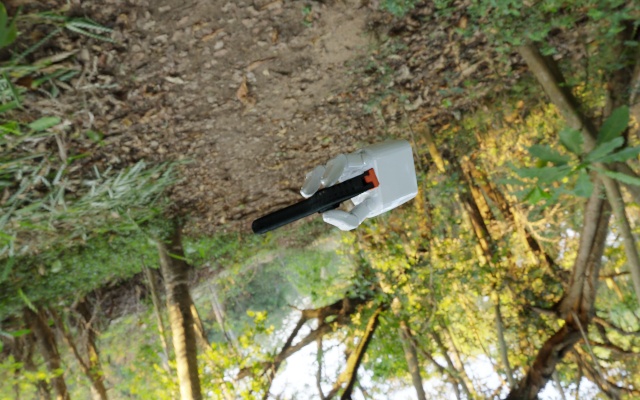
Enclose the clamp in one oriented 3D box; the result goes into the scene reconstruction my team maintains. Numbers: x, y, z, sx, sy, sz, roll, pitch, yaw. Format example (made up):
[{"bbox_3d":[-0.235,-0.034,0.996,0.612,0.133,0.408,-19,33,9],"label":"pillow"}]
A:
[{"bbox_3d":[0.001,0.003,0.732,0.164,0.036,0.210,-20,-4,-40],"label":"clamp"}]
